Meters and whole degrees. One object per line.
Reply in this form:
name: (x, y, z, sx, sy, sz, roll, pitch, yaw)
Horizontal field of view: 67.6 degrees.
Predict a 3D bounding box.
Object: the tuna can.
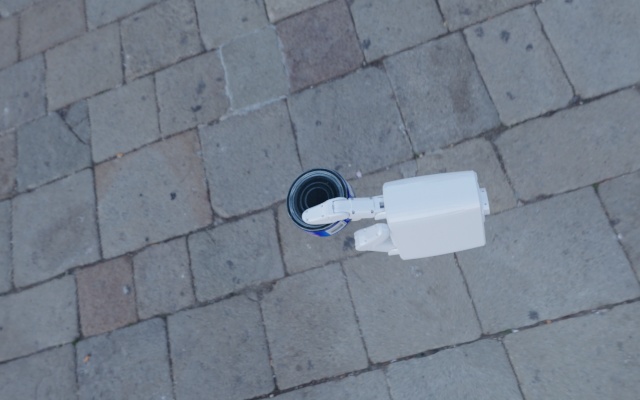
tuna can: (0.000, 0.002, 0.608, 0.086, 0.086, 0.034, 0, -15, 21)
